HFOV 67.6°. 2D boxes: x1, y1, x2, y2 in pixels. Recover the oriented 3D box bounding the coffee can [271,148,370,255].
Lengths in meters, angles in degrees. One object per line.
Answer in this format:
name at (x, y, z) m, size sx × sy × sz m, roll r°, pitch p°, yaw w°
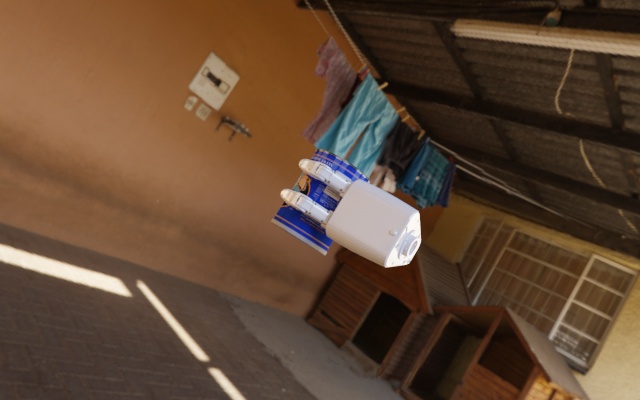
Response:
coffee can at (0.000, 0.003, 0.772) m, size 0.103 × 0.140 × 0.103 m, roll 31°, pitch -6°, yaw 3°
